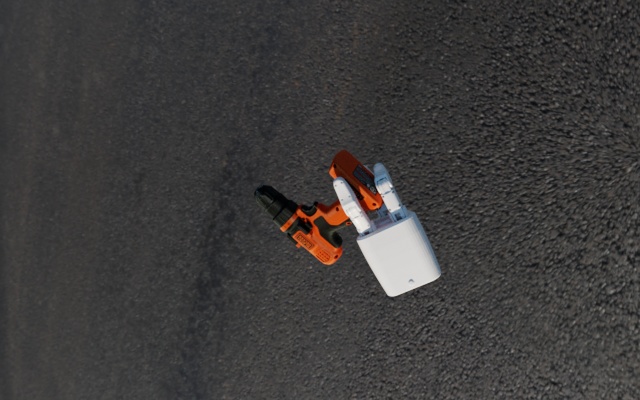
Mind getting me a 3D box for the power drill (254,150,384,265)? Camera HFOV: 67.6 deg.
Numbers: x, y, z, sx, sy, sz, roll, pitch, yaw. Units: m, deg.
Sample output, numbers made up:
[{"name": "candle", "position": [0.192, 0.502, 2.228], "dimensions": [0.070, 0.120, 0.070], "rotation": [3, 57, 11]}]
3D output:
[{"name": "power drill", "position": [0.001, 0.003, 0.782], "dimensions": [0.188, 0.184, 0.057], "rotation": [-43, 11, 38]}]
